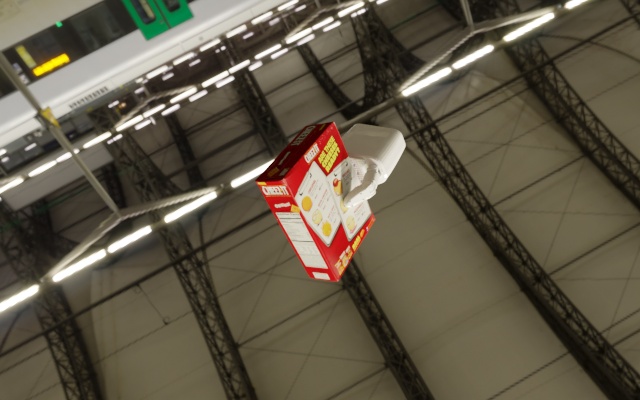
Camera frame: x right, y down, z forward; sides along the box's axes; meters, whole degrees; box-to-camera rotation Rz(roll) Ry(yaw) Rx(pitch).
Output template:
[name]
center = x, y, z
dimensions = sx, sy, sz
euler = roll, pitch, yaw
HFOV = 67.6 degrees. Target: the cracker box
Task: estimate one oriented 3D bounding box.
[cracker box]
center = 0.000, 0.003, 0.806
dimensions = 0.072, 0.214, 0.164
euler = -2, 37, 37
